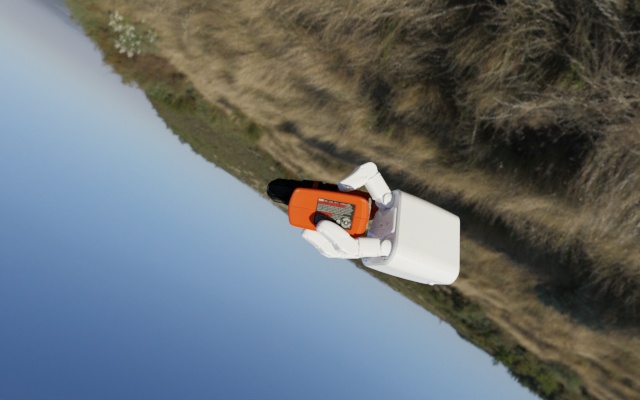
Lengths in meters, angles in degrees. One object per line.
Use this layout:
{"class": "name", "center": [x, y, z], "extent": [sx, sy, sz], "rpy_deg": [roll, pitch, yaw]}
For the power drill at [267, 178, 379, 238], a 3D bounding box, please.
{"class": "power drill", "center": [0.000, 0.002, 0.704], "extent": [0.184, 0.057, 0.187], "rpy_deg": [8, 8, 2]}
